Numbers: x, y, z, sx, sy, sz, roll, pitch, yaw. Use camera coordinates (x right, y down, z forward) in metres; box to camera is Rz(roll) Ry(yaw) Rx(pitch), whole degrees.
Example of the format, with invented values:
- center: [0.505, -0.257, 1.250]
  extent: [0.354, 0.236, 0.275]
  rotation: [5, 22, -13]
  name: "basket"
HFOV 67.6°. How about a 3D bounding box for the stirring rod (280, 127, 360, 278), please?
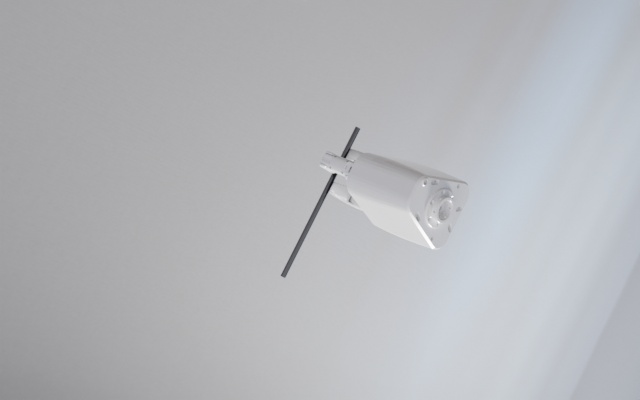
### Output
- center: [0.000, 0.002, 0.689]
  extent: [0.011, 0.239, 0.011]
  rotation: [27, -1, 1]
  name: "stirring rod"
